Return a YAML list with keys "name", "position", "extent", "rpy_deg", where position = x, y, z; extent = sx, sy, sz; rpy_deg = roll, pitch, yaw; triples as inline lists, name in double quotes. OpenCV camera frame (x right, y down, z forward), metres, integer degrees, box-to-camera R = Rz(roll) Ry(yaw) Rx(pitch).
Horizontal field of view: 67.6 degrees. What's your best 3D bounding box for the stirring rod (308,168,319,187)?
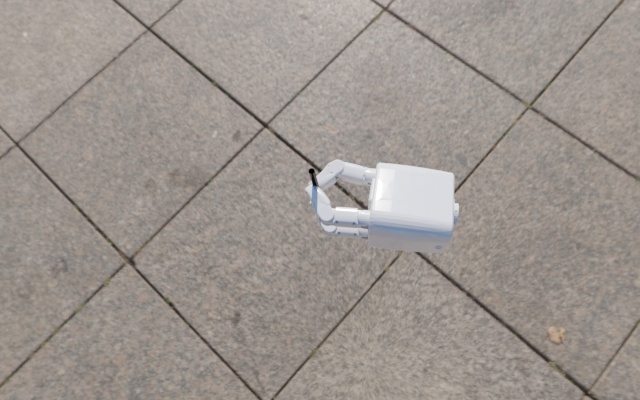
- name: "stirring rod"
  position: [0.000, 0.002, 0.712]
  extent: [0.011, 0.011, 0.240]
  rpy_deg: [0, -19, 6]
